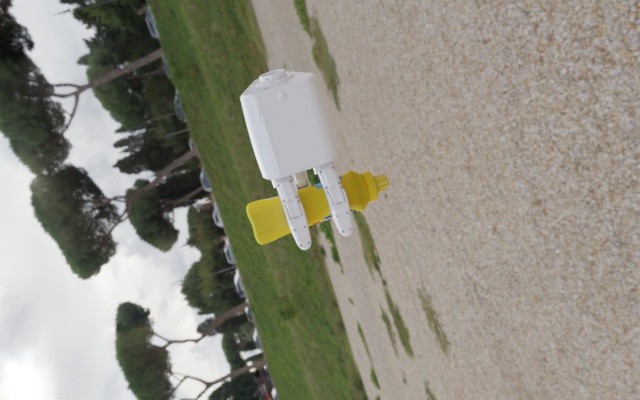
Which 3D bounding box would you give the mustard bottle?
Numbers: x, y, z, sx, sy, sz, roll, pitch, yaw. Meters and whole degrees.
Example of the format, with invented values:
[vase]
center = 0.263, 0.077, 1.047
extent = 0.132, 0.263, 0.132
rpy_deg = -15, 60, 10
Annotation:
[mustard bottle]
center = 0.000, 0.003, 0.640
extent = 0.191, 0.058, 0.096
rpy_deg = -19, 0, -5
